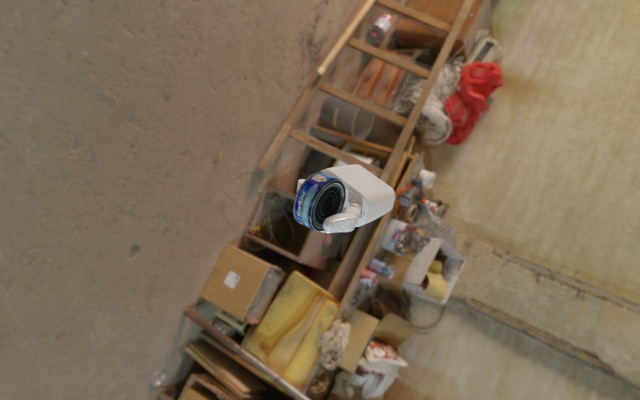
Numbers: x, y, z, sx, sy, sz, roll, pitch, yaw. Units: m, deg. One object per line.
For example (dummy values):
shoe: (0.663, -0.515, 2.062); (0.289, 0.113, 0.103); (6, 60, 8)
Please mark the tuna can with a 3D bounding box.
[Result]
tuna can: (0.001, 0.003, 0.714); (0.033, 0.086, 0.086); (26, 14, 33)
